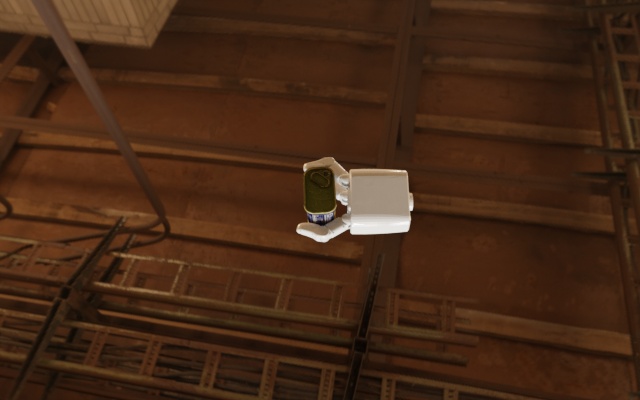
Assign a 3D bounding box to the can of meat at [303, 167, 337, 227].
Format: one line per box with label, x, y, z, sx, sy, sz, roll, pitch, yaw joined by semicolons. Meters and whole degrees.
can of meat;0.000;0.003;0.885;0.057;0.102;0.084;-4;-34;1
